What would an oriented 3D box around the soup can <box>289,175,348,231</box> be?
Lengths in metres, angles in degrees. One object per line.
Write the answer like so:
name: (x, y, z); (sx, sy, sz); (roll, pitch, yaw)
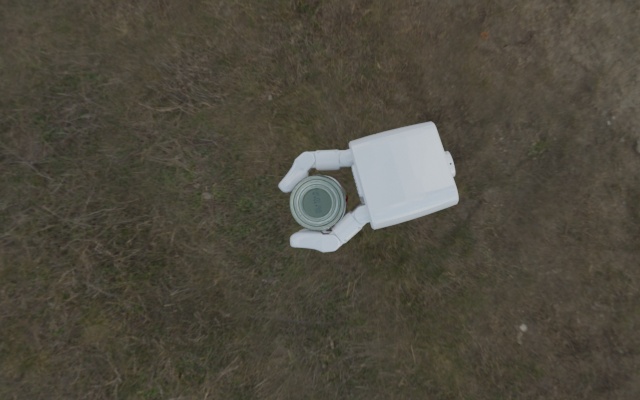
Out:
soup can: (0.000, 0.002, 0.605); (0.068, 0.068, 0.102); (0, 2, 5)
